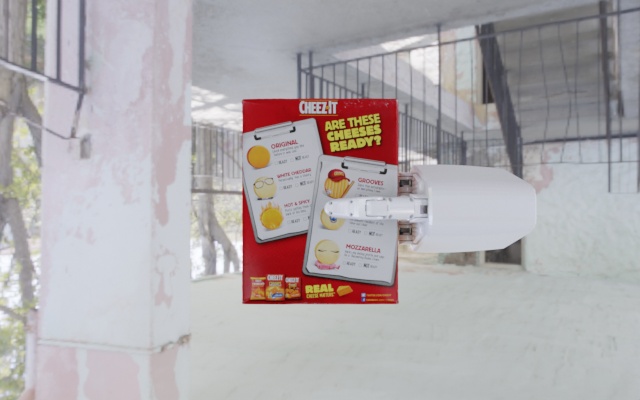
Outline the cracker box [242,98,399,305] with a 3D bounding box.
[{"bbox_3d":[0.000,0.002,0.520,0.164,0.213,0.072,0,-1,-1],"label":"cracker box"}]
